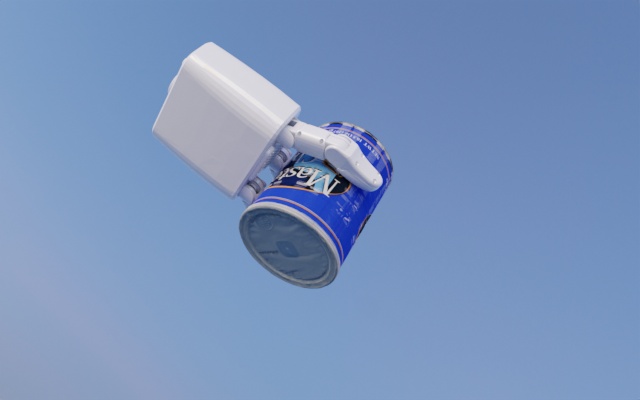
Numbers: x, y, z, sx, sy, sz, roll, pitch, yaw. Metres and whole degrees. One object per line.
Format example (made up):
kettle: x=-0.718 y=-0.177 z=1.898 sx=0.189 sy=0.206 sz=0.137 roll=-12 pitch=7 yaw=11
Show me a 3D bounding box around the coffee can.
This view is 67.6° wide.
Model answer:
coffee can: x=0.000 y=0.002 z=0.476 sx=0.103 sy=0.103 sz=0.140 roll=0 pitch=39 yaw=35
